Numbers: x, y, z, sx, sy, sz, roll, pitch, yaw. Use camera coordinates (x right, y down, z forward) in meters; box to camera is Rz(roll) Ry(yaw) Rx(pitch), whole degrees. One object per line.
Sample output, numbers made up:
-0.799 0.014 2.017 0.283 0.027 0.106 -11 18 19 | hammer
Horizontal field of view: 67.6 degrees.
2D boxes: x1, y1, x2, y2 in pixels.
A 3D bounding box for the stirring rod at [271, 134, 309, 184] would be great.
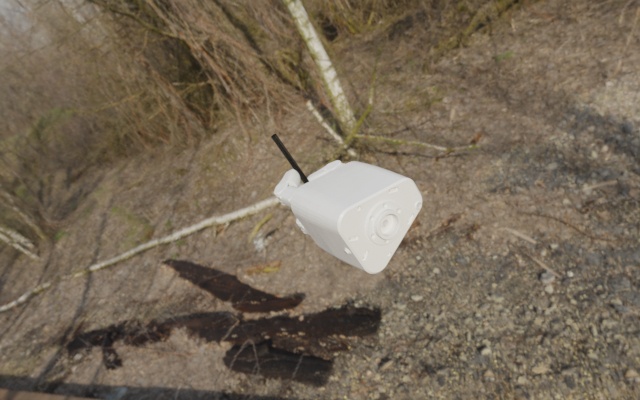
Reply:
0.000 0.002 0.678 0.011 0.240 0.011 -26 30 16 | stirring rod
